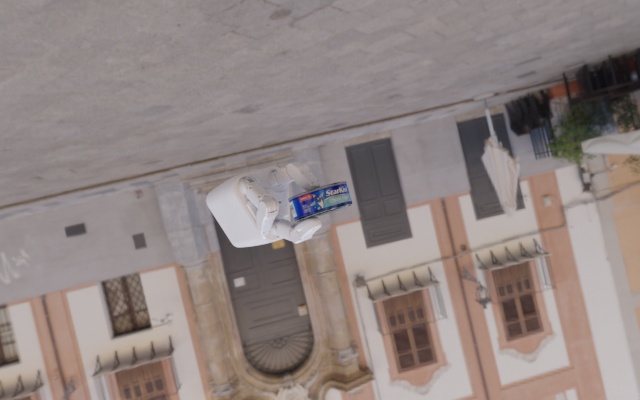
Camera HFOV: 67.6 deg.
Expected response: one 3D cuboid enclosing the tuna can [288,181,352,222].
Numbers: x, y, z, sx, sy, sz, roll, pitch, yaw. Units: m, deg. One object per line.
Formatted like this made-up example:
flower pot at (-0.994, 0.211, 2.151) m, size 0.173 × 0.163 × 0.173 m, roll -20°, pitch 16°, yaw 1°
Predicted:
tuna can at (0.000, 0.003, 0.666) m, size 0.086 × 0.034 × 0.086 m, roll -17°, pitch -4°, yaw -1°
